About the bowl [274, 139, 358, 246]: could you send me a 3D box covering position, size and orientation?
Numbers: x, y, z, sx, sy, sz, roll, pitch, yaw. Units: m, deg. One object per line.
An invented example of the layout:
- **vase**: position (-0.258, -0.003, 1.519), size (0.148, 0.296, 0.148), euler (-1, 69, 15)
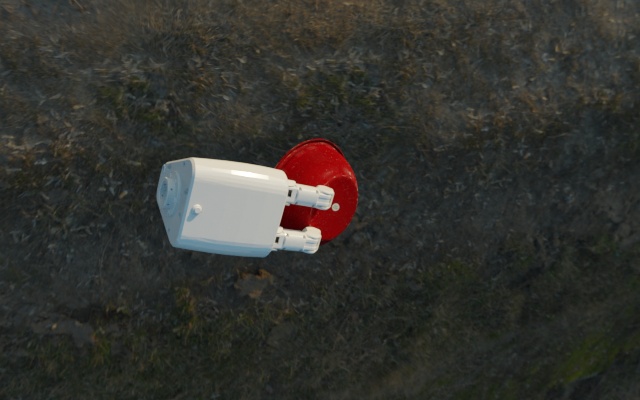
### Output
- **bowl**: position (0.001, 0.002, 0.643), size (0.055, 0.162, 0.162), euler (25, 16, 40)
